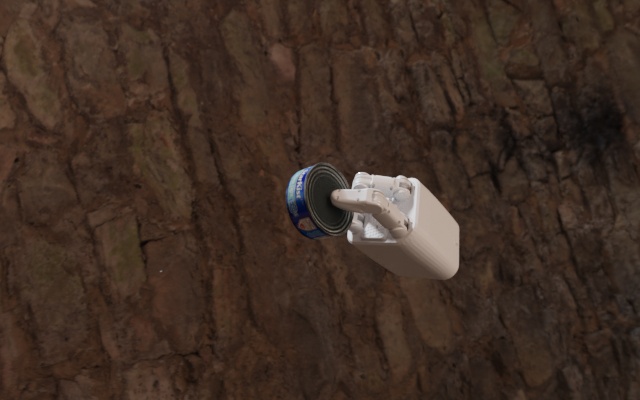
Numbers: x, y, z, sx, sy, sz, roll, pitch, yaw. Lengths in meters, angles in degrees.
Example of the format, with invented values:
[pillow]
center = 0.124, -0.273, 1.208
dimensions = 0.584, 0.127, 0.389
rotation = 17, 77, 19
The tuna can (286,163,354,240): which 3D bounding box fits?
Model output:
[tuna can]
center = 0.000, 0.002, 0.552
dimensions = 0.034, 0.086, 0.086
rotation = -17, -11, 38
